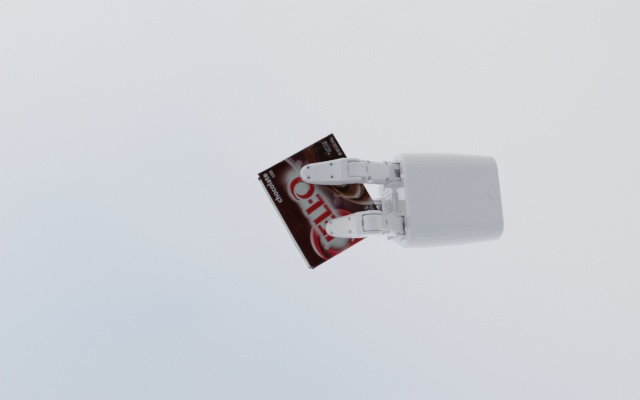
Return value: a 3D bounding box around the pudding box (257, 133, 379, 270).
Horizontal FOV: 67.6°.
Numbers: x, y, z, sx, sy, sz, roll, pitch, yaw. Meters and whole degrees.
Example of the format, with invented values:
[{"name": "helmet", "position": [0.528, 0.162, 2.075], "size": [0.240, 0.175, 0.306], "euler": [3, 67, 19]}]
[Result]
[{"name": "pudding box", "position": [0.000, 0.002, 0.495], "size": [0.090, 0.113, 0.039], "euler": [-30, -4, -12]}]
